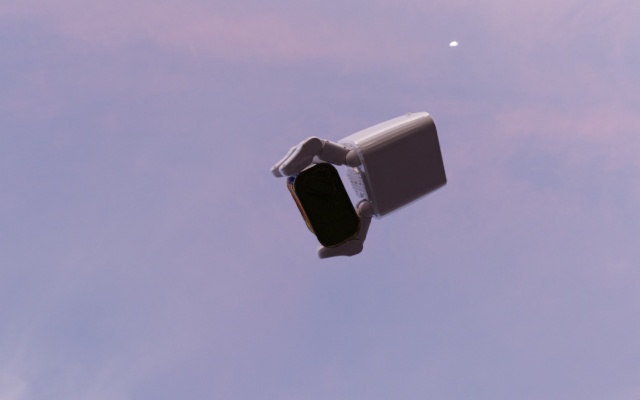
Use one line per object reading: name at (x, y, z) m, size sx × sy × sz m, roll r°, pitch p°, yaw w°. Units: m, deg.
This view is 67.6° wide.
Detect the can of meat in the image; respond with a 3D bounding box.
can of meat at (0.000, 0.002, 0.610) m, size 0.057 × 0.102 × 0.084 m, roll -27°, pitch 11°, yaw -8°
